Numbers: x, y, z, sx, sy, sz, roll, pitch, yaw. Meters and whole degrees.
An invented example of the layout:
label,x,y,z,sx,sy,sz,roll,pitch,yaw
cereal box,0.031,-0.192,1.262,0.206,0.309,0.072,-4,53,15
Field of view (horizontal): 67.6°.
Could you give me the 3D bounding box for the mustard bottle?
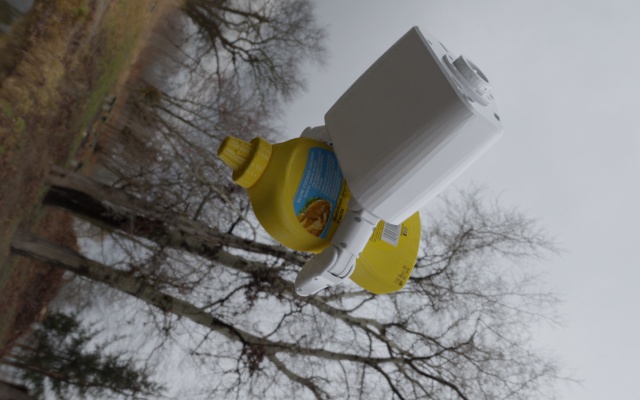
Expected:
label,x,y,z,sx,sy,sz,roll,pitch,yaw
mustard bottle,0.000,0.002,0.406,0.192,0.096,0.058,31,-31,-25
